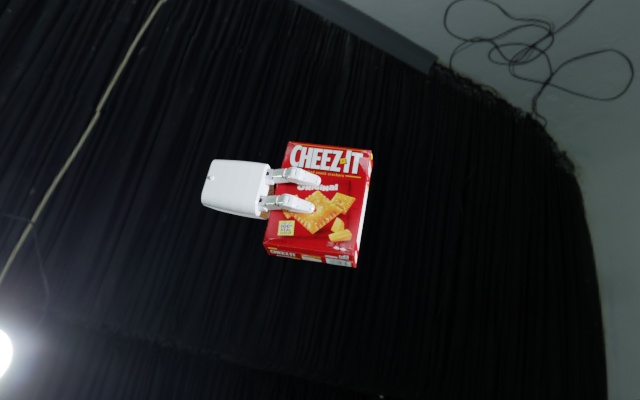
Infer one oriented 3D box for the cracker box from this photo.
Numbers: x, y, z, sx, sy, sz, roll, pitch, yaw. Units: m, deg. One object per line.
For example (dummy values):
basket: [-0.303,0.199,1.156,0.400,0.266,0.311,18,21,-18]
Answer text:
cracker box: [0.000,0.003,0.879,0.164,0.213,0.072,8,-24,9]
